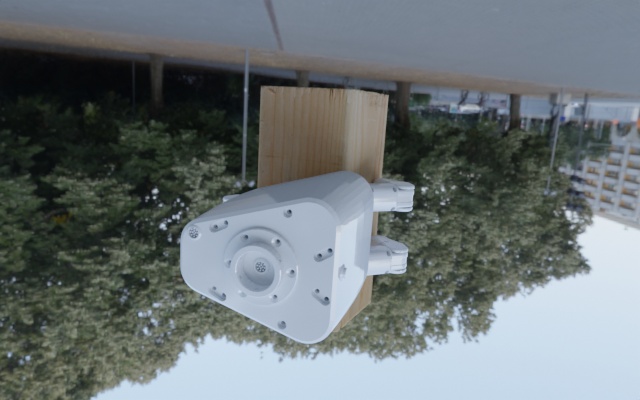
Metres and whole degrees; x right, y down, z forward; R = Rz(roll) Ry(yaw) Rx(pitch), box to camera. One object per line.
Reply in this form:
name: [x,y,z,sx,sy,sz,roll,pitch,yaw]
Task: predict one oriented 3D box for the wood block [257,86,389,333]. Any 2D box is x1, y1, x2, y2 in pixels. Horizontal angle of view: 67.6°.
wood block: [0.000,0.002,0.448,0.091,0.206,0.090,9,12,26]
